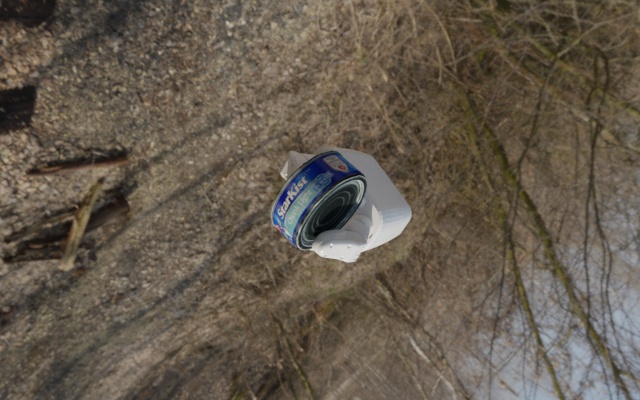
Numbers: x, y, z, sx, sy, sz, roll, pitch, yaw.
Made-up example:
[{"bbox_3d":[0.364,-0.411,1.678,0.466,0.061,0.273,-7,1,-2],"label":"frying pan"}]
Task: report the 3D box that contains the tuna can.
[{"bbox_3d":[0.000,0.002,0.411,0.033,0.086,0.086,43,20,23],"label":"tuna can"}]
